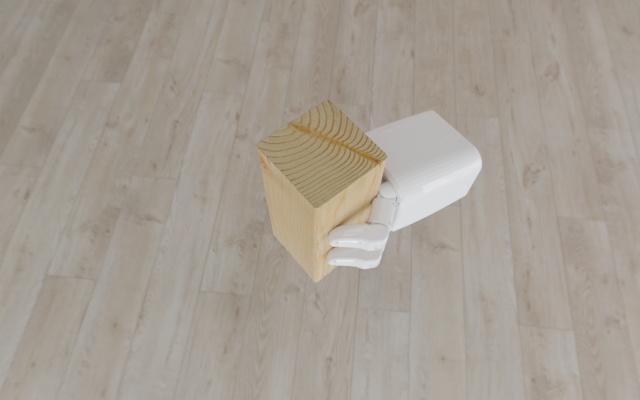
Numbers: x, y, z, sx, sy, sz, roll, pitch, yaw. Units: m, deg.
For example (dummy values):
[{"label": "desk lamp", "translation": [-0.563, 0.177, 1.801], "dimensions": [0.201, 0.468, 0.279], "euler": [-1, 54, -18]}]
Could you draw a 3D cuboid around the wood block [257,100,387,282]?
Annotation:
[{"label": "wood block", "translation": [0.000, 0.001, 0.532], "dimensions": [0.090, 0.090, 0.206], "euler": [-36, -22, -18]}]
